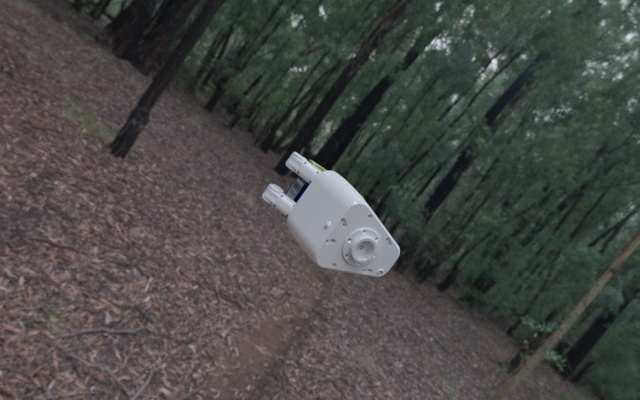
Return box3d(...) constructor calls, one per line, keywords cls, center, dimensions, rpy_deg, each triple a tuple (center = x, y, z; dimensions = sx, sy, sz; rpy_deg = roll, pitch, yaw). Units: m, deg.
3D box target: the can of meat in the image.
box3d(cls="can of meat", center=(0.000, 0.002, 0.693), dimensions=(0.102, 0.084, 0.057), rpy_deg=(33, 7, -26))
